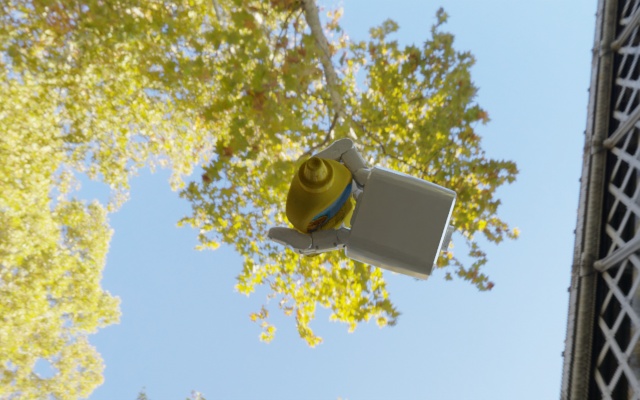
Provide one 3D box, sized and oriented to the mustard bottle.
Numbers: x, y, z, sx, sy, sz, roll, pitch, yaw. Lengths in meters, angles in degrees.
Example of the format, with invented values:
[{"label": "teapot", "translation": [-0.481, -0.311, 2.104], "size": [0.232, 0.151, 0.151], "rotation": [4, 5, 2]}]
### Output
[{"label": "mustard bottle", "translation": [0.000, 0.002, 0.599], "size": [0.058, 0.096, 0.192], "rotation": [42, -16, 20]}]
